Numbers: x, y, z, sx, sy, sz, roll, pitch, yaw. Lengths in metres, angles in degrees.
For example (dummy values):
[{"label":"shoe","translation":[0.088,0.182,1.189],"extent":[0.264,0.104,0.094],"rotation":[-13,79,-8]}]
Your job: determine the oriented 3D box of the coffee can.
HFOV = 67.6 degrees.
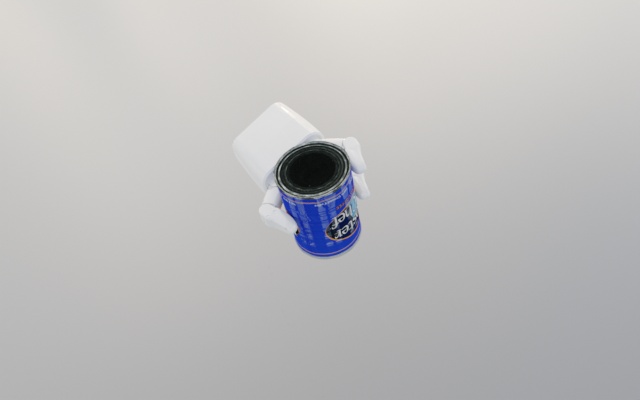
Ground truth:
[{"label":"coffee can","translation":[0.000,0.002,0.667],"extent":[0.103,0.102,0.140],"rotation":[0,-39,12]}]
